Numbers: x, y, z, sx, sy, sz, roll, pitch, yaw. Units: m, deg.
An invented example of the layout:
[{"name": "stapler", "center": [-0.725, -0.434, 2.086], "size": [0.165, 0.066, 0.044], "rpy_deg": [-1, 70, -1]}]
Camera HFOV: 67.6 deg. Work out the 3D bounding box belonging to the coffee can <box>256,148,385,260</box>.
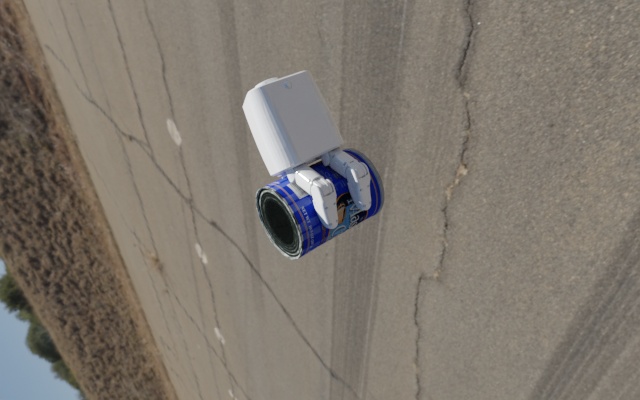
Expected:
[{"name": "coffee can", "center": [0.000, 0.002, 0.638], "size": [0.140, 0.103, 0.103], "rpy_deg": [-27, 14, -29]}]
